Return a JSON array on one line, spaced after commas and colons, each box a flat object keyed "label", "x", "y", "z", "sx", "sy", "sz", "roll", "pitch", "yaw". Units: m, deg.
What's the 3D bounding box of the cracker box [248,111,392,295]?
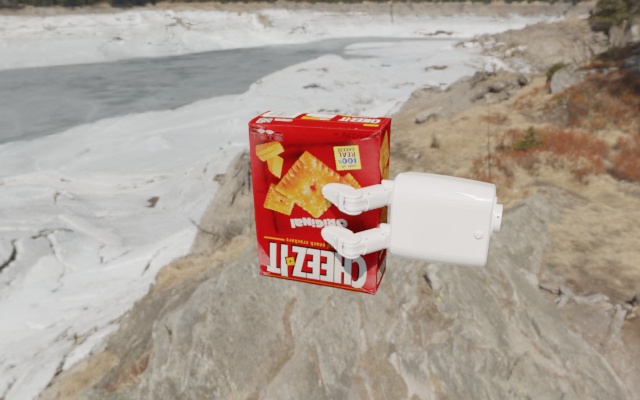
[{"label": "cracker box", "x": 0.000, "y": 0.002, "z": 0.600, "sx": 0.164, "sy": 0.214, "sz": 0.072, "roll": 7, "pitch": 24, "yaw": 18}]
